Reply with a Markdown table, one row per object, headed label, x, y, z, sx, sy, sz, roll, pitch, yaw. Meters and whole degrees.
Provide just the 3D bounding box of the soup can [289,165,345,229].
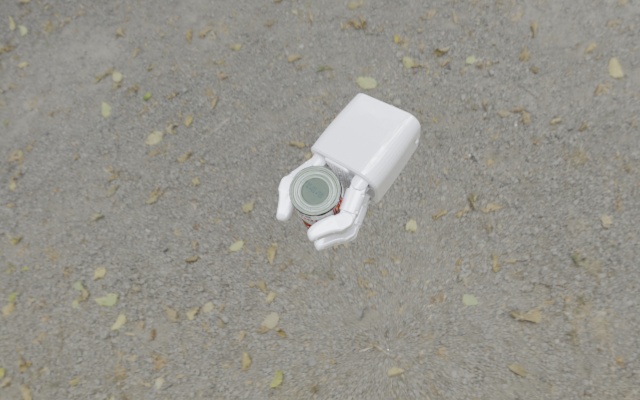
| label | x | y | z | sx | sy | sz | roll | pitch | yaw |
| --- | --- | --- | --- | --- | --- | --- | --- | --- | --- |
| soup can | 0.000 | 0.002 | 0.633 | 0.068 | 0.068 | 0.102 | 0 | -17 | 8 |
